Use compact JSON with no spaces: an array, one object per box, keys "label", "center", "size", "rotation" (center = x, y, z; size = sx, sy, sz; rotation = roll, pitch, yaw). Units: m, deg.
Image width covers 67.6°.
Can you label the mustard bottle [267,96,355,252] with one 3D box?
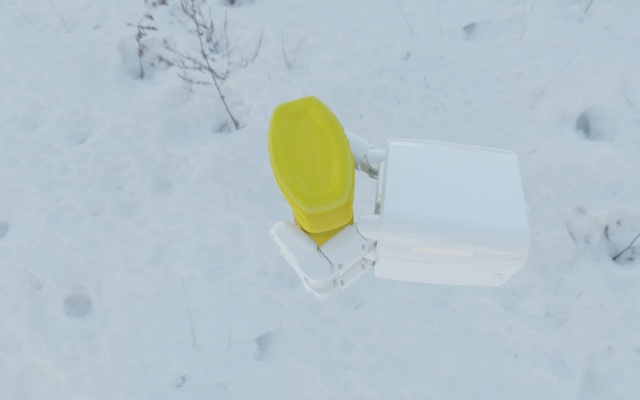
[{"label":"mustard bottle","center":[0.000,0.001,0.416],"size":[0.058,0.096,0.192],"rotation":[-18,-23,-2]}]
